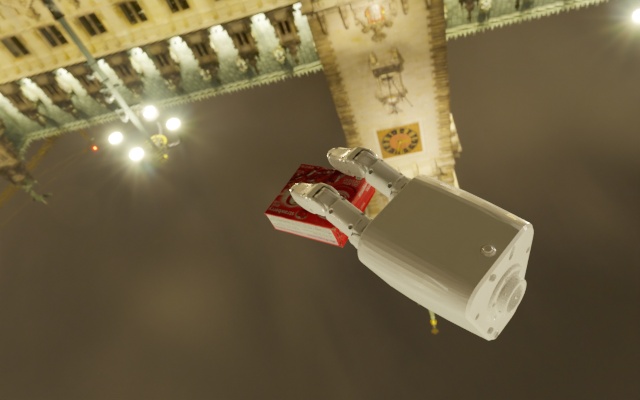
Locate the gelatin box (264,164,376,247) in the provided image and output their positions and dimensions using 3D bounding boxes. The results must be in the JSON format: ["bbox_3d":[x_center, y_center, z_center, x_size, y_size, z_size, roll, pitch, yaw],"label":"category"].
[{"bbox_3d":[0.000,0.002,0.478,0.089,0.073,0.030,11,-36,36],"label":"gelatin box"}]
